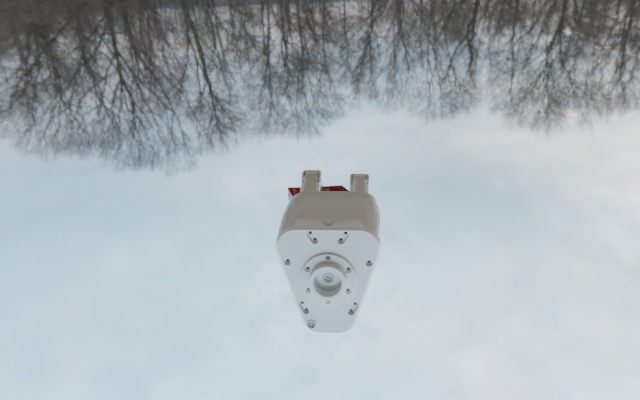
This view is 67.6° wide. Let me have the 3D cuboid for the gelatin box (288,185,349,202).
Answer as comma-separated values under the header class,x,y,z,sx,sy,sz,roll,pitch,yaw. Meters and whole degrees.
class,x,y,z,sx,sy,sz,roll,pitch,yaw
gelatin box,0.000,0.002,0.588,0.073,0.030,0.089,-3,11,-8
